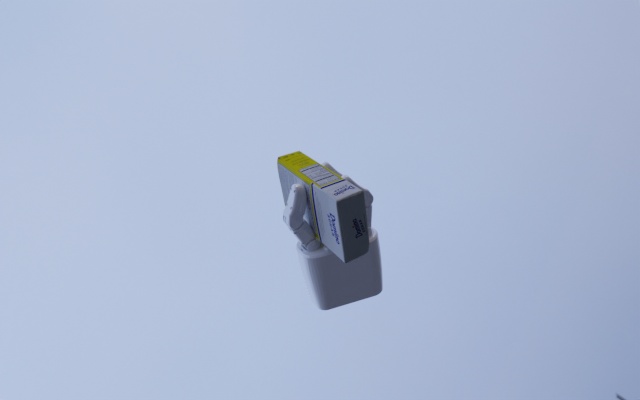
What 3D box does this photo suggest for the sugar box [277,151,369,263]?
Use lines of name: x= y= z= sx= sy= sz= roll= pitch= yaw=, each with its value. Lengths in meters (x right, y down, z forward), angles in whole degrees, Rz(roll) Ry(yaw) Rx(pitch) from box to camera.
sugar box: x=0.001 y=0.002 z=0.650 sx=0.048 sy=0.093 sz=0.176 roll=-22 pitch=32 yaw=-23
